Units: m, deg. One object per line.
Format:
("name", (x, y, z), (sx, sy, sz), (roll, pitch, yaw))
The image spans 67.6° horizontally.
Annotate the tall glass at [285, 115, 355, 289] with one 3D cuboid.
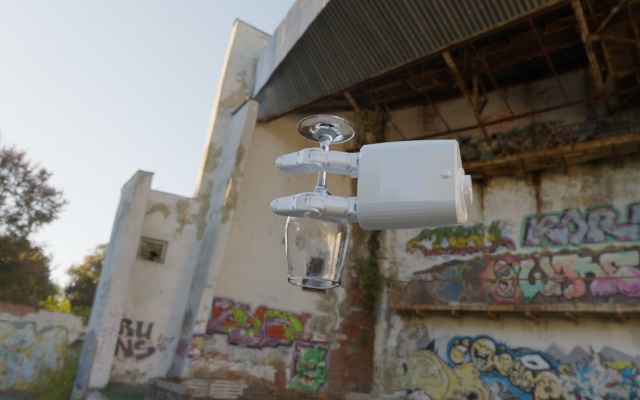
("tall glass", (0.000, 0.001, 0.581), (0.079, 0.201, 0.079), (4, -20, 2))
